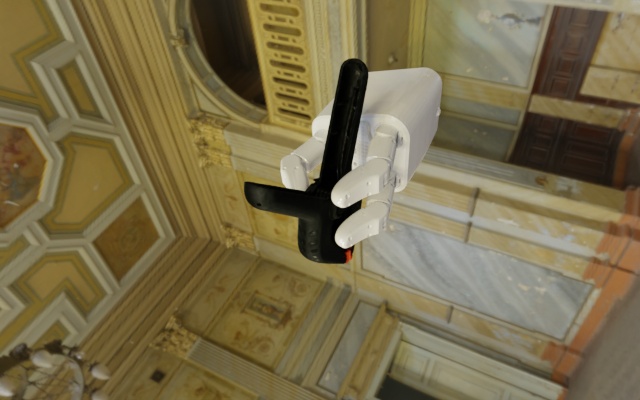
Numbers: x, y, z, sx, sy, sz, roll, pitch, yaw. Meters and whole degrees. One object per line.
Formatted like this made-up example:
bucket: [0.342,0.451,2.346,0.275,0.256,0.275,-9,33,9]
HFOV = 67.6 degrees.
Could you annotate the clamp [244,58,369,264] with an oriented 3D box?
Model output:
clamp: [0.000,0.001,0.435,0.036,0.210,0.164,21,51,25]
